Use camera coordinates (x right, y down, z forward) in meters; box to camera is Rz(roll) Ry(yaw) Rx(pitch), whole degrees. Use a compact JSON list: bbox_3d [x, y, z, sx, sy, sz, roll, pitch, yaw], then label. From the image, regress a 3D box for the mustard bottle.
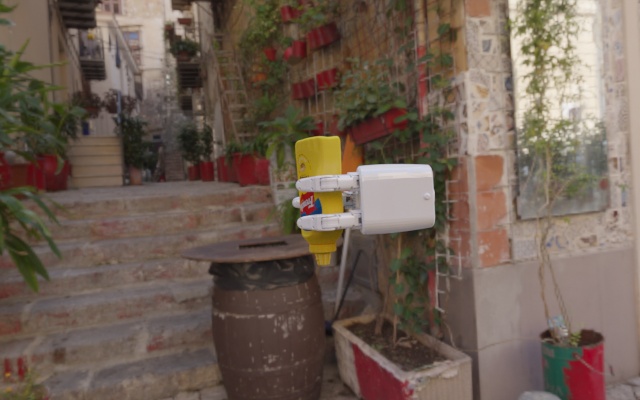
[{"bbox_3d":[0.000,0.002,0.725,0.058,0.191,0.096,-4,2,-27],"label":"mustard bottle"}]
